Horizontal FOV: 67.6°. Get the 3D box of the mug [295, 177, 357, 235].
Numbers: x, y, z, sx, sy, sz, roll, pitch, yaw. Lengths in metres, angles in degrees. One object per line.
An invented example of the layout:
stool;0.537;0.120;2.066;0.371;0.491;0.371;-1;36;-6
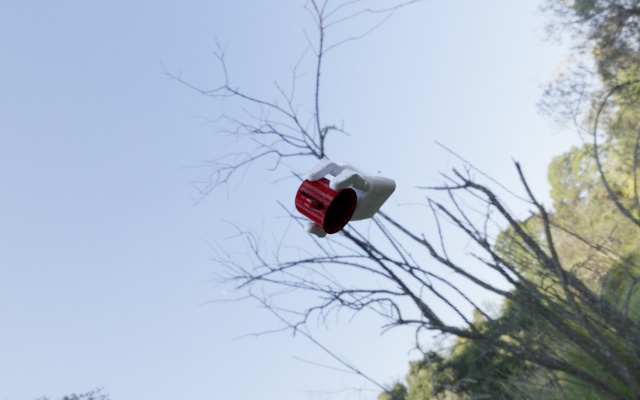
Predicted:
mug;-0.001;0.003;0.865;0.081;0.093;0.117;30;15;33
